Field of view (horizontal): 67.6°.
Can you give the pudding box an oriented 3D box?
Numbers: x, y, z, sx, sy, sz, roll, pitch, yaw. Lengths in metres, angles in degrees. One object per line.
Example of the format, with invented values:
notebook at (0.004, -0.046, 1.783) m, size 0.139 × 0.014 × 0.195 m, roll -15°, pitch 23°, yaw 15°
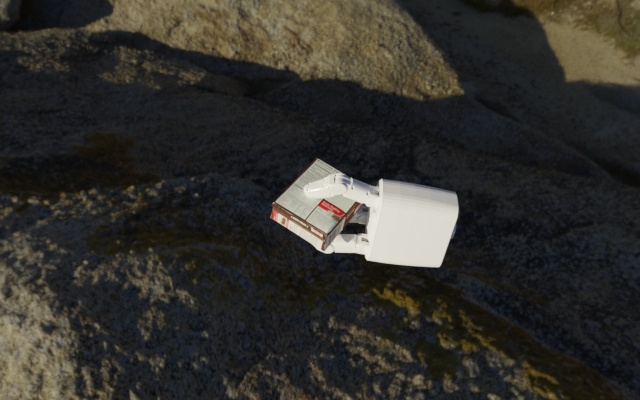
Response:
pudding box at (0.000, 0.002, 0.657) m, size 0.090 × 0.039 × 0.113 m, roll 31°, pitch 51°, yaw 15°
